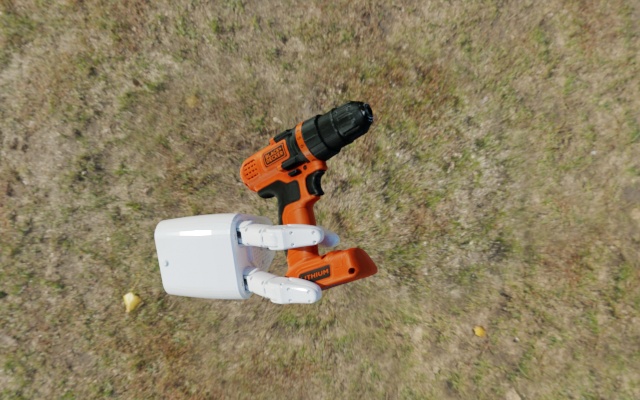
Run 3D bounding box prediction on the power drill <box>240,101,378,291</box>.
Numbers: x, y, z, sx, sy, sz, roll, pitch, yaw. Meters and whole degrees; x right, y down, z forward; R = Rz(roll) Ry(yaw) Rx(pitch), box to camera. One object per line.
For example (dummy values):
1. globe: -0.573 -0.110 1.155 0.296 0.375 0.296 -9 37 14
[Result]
1. power drill: 0.000 0.002 0.533 0.184 0.187 0.057 -26 -18 33
